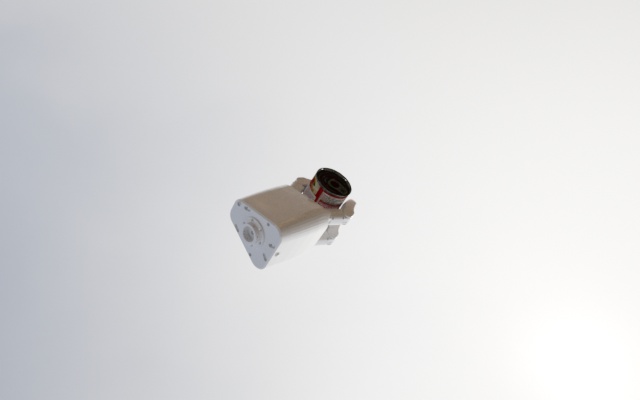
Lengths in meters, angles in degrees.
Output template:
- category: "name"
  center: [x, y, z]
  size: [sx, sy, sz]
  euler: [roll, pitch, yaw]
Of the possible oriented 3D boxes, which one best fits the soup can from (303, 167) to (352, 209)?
- category: "soup can"
  center: [0.000, 0.003, 0.823]
  size: [0.068, 0.068, 0.102]
  euler: [0, -43, -38]
